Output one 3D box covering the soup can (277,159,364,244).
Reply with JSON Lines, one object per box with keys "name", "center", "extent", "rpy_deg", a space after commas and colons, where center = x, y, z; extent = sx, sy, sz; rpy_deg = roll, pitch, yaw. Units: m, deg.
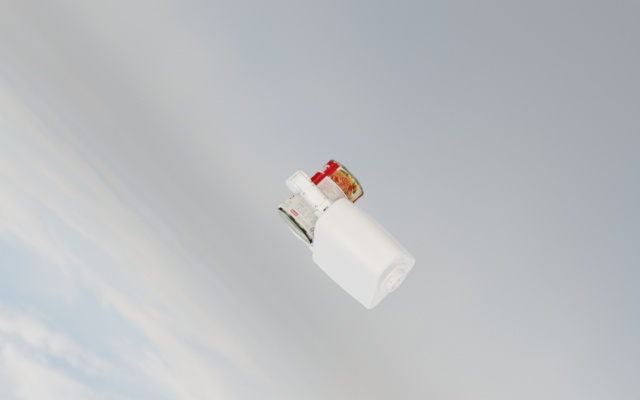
{"name": "soup can", "center": [0.000, 0.002, 0.653], "extent": [0.102, 0.068, 0.068], "rpy_deg": [-43, 11, -12]}
